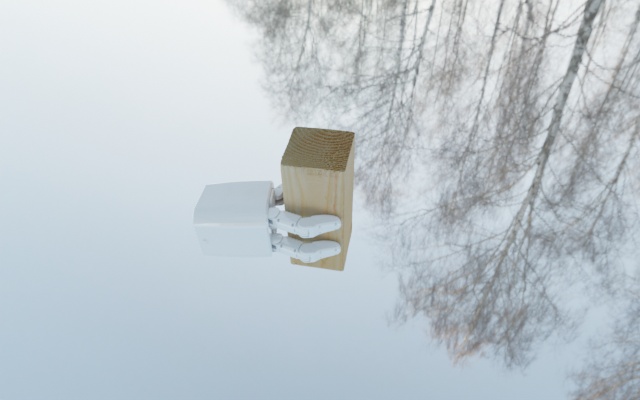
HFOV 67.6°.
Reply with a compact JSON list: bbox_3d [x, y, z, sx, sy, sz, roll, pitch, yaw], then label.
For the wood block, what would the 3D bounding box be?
[{"bbox_3d":[0.000,0.002,0.715,0.090,0.206,0.090,7,45,8],"label":"wood block"}]
